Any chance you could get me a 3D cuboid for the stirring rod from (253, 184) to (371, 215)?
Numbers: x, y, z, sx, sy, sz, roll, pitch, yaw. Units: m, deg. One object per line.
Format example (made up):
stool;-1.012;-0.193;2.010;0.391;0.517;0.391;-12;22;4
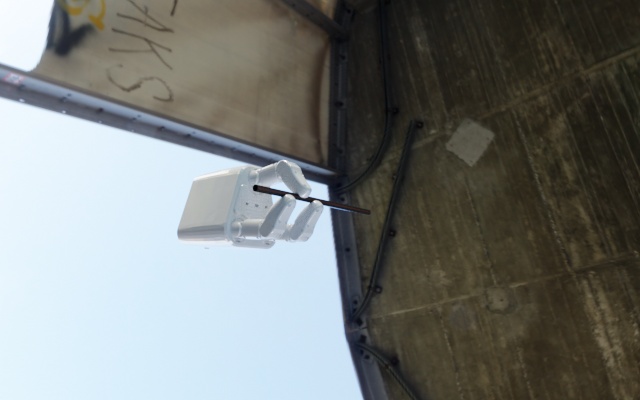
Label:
stirring rod;0.000;0.002;0.621;0.011;0.011;0.239;0;-8;37
